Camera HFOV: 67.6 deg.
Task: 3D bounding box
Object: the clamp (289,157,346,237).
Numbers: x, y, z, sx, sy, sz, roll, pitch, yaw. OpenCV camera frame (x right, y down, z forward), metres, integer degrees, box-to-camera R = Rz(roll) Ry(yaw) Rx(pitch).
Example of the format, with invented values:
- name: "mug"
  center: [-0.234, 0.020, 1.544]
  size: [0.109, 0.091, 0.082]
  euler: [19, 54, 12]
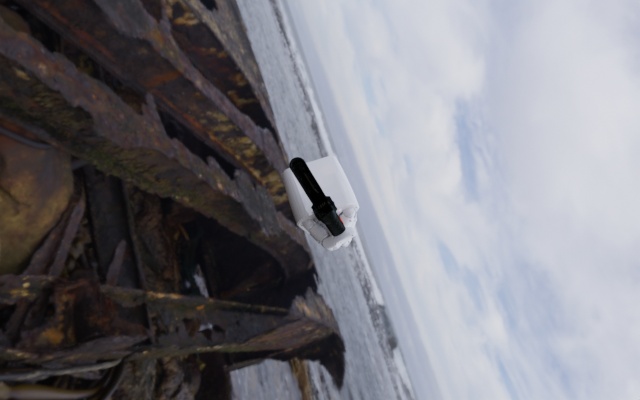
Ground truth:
- name: "clamp"
  center: [0.001, 0.002, 0.754]
  size: [0.039, 0.120, 0.171]
  euler: [-25, -20, 1]
